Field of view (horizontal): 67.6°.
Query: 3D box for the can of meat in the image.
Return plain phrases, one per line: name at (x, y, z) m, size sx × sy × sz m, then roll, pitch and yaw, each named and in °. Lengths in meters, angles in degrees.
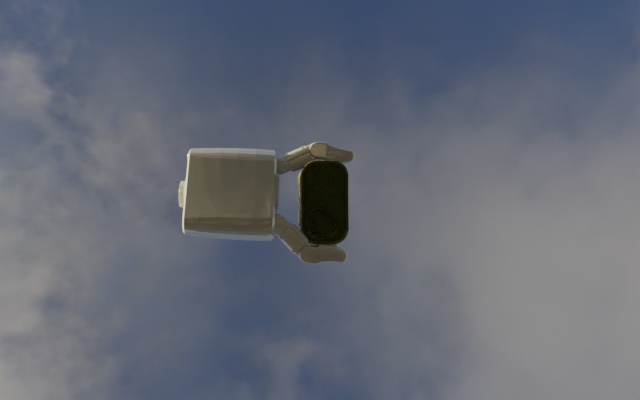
can of meat at (0.000, 0.002, 0.616) m, size 0.057 × 0.102 × 0.084 m, roll -1°, pitch 1°, yaw -8°
